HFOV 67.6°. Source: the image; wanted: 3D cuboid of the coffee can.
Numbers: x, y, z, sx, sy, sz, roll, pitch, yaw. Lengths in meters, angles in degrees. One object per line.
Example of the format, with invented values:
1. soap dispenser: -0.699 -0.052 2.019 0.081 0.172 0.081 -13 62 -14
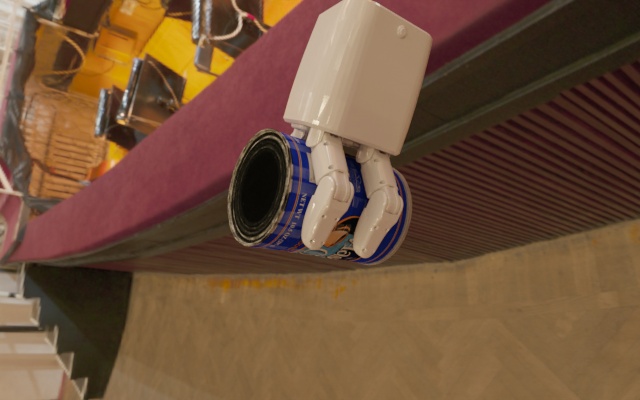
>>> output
1. coffee can: 0.000 0.002 0.445 0.140 0.103 0.103 13 -8 -36
